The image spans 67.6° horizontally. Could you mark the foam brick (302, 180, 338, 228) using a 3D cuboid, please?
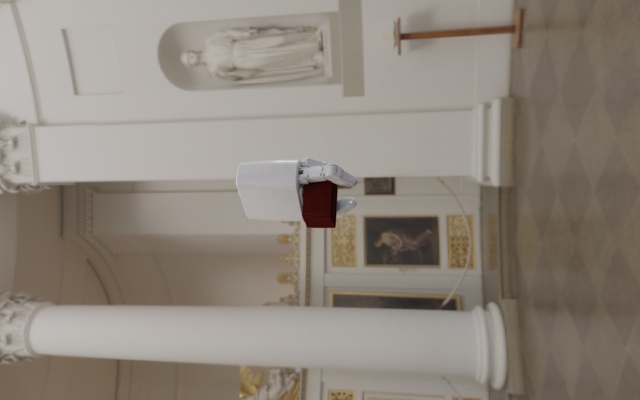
[{"bbox_3d":[0.000,0.003,0.806,0.051,0.078,0.053,0,-26,8],"label":"foam brick"}]
